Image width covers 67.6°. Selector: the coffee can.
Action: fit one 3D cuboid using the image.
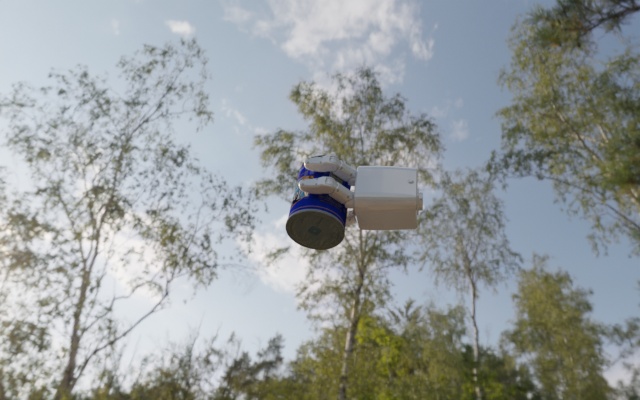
[{"bbox_3d":[0.000,0.003,0.859,0.103,0.140,0.103,6,-43,6],"label":"coffee can"}]
